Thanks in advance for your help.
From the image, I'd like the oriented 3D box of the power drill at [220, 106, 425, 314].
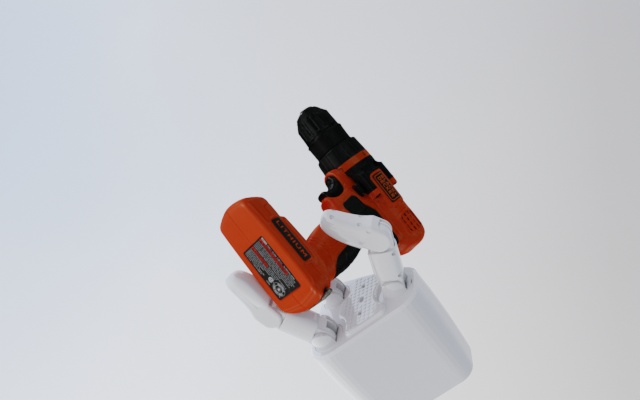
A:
[{"bbox_3d":[0.000,0.002,0.448,0.187,0.184,0.057,-33,-9,-45],"label":"power drill"}]
